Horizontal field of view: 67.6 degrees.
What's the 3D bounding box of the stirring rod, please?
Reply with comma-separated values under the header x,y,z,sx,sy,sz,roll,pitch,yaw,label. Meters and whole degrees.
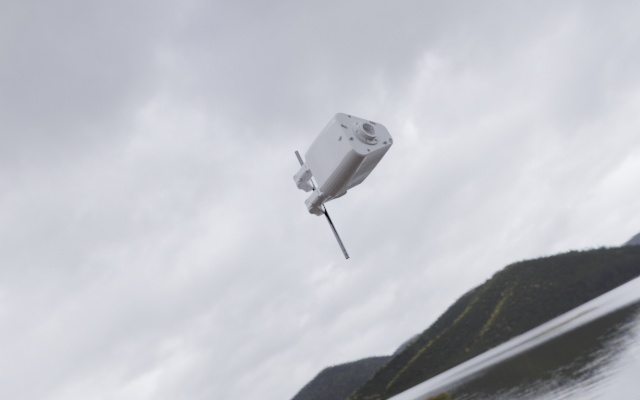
x,y,z,sx,sy,sz,roll,pitch,yaw,label
0.000,0.003,0.888,0.011,0.239,0.011,-21,-25,-10,stirring rod
